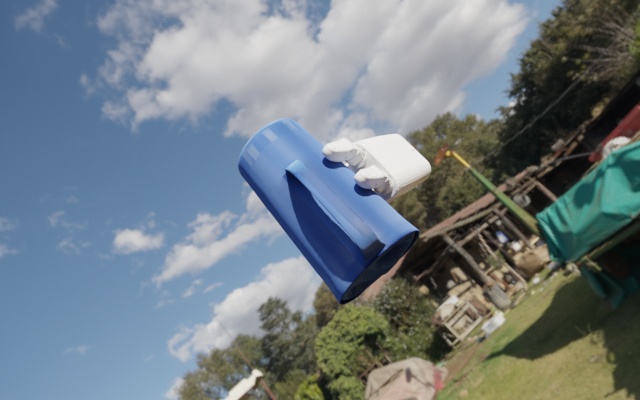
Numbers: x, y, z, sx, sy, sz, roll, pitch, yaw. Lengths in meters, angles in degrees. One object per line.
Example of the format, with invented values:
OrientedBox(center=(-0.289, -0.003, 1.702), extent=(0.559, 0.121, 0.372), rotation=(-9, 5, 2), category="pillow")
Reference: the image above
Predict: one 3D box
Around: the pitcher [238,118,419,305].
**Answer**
OrientedBox(center=(0.000, 0.002, 0.621), extent=(0.145, 0.242, 0.149), rotation=(-22, -28, -46), category="pitcher")
